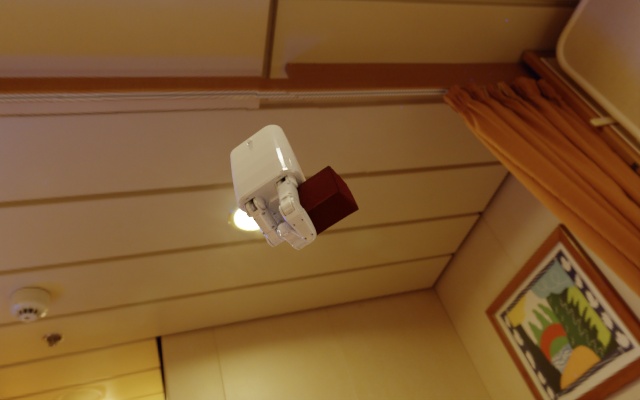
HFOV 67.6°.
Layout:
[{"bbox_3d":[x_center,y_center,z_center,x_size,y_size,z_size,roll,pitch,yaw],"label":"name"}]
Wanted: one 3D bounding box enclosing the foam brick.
[{"bbox_3d":[0.000,0.002,0.636,0.078,0.051,0.053,-32,-43,14],"label":"foam brick"}]
